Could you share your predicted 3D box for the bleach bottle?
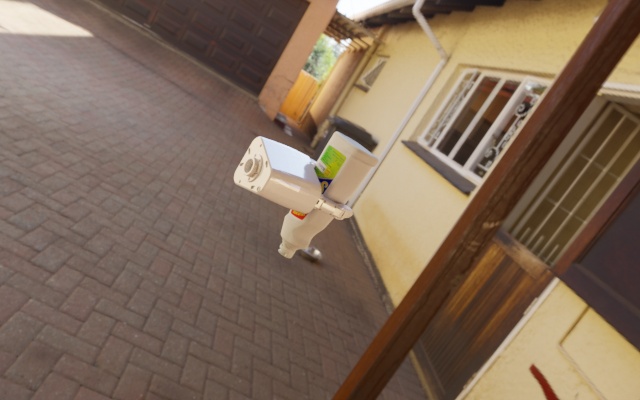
[{"bbox_3d":[0.000,0.003,0.882,0.068,0.251,0.102,22,16,-38],"label":"bleach bottle"}]
